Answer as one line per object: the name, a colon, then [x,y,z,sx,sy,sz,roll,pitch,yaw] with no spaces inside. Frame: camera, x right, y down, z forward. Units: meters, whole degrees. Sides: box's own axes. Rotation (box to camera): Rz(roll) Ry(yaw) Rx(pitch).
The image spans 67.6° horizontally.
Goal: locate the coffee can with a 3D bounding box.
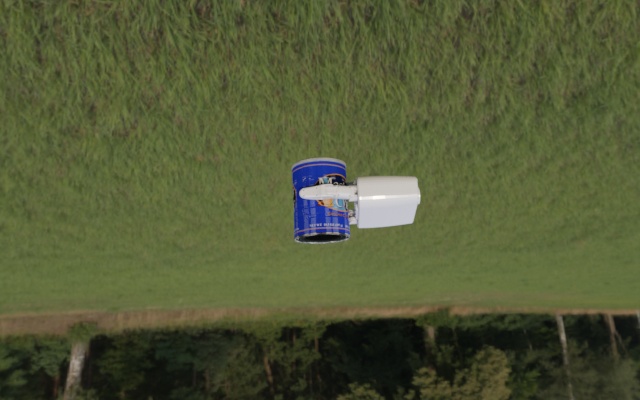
coffee can: [0.000,0.003,0.882,0.103,0.140,0.103,-3,-14,-1]
